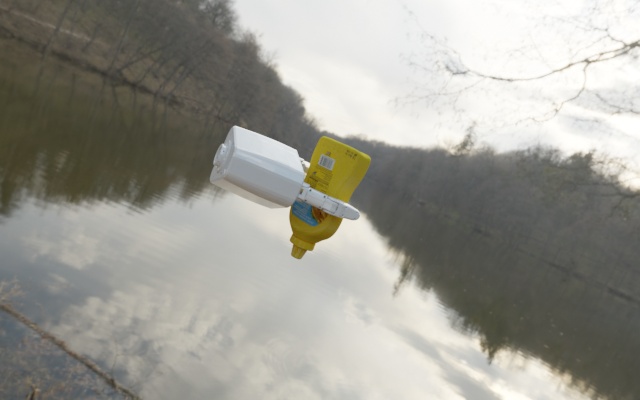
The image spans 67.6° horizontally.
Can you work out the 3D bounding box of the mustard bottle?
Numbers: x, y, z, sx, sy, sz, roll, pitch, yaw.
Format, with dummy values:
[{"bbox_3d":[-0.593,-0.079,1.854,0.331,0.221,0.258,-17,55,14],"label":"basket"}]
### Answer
[{"bbox_3d":[0.000,0.002,0.740,0.058,0.191,0.096,19,8,-47],"label":"mustard bottle"}]
